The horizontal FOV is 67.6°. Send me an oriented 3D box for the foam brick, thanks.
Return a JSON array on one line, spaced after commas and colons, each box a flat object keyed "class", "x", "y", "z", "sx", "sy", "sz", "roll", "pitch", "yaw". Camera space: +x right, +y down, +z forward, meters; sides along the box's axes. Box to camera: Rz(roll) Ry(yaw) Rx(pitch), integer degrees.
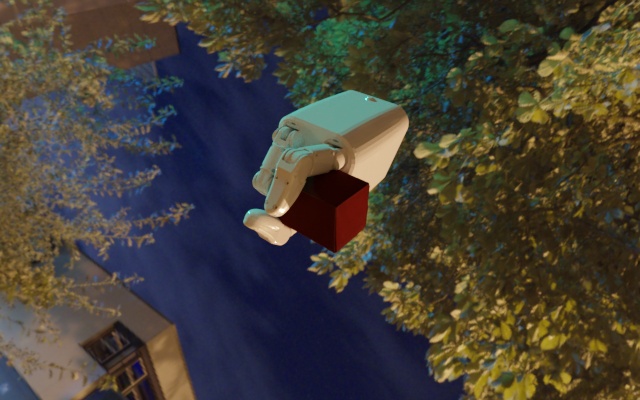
[{"class": "foam brick", "x": 0.000, "y": 0.002, "z": 0.446, "sx": 0.078, "sy": 0.053, "sz": 0.051, "roll": 27, "pitch": 42, "yaw": 32}]
